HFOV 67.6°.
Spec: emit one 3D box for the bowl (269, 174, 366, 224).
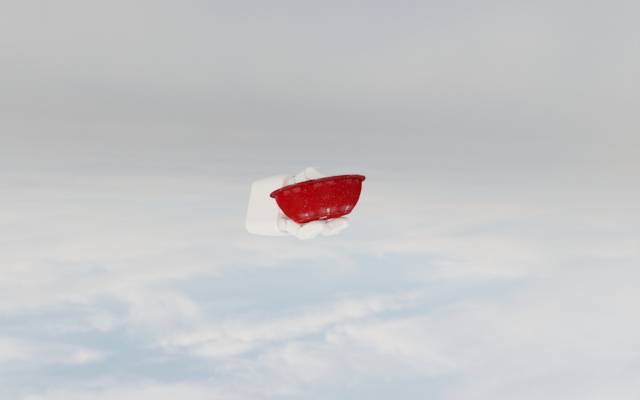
[{"bbox_3d":[0.001,0.003,0.782,0.162,0.055,0.162,-11,-7,-1],"label":"bowl"}]
